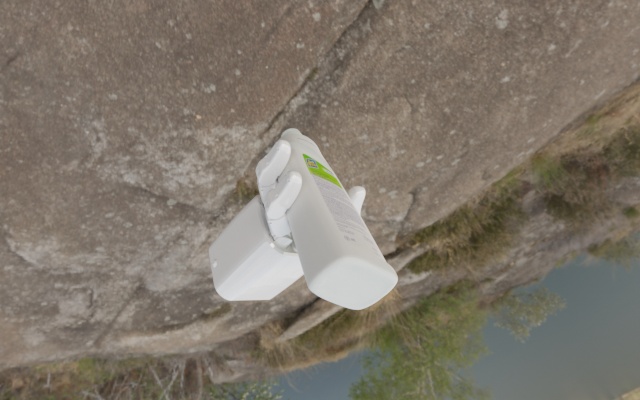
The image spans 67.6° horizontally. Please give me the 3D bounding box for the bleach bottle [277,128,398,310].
[{"bbox_3d":[0.000,0.002,0.566,0.068,0.250,0.102,-42,-47,20],"label":"bleach bottle"}]
